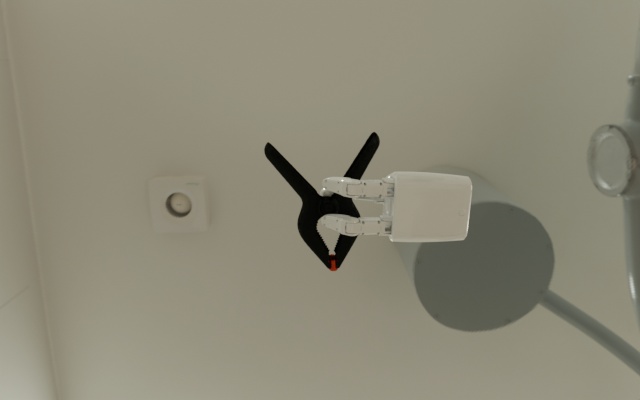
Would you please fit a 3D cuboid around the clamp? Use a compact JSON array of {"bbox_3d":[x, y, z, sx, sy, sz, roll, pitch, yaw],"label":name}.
[{"bbox_3d":[0.000,0.003,0.706,0.164,0.210,0.036,1,16,0],"label":"clamp"}]
